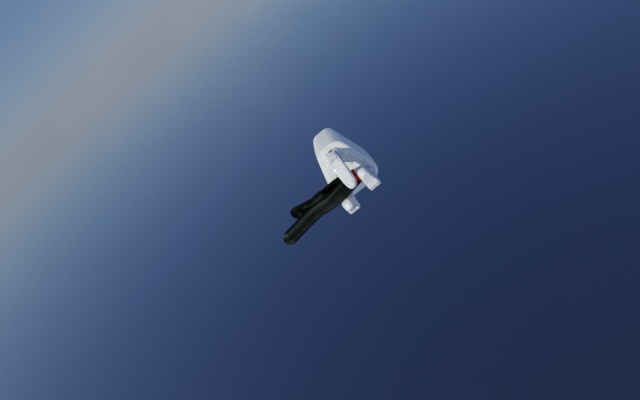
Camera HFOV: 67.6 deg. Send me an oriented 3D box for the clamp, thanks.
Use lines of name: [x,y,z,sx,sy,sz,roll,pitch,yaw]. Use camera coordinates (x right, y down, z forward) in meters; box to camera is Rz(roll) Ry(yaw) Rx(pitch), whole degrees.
clamp: [0.000,0.002,0.861,0.171,0.039,0.120,-38,22,9]
